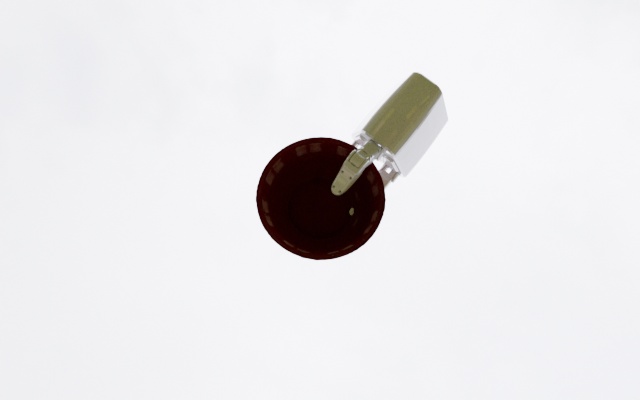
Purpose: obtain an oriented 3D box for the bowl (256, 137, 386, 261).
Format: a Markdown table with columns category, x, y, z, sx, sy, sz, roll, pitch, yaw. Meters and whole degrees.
| category | x | y | z | sx | sy | sz | roll | pitch | yaw |
| --- | --- | --- | --- | --- | --- | --- | --- | --- | --- |
| bowl | -0.001 | 0.003 | 0.617 | 0.162 | 0.162 | 0.055 | 0 | -17 | -1 |
